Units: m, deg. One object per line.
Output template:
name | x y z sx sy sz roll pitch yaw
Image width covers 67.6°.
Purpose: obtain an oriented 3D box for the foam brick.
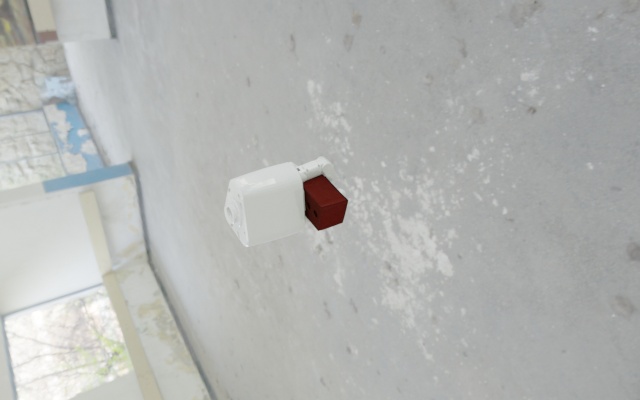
foam brick | 0.000 0.003 0.787 0.051 0.053 0.078 -17 46 -29
